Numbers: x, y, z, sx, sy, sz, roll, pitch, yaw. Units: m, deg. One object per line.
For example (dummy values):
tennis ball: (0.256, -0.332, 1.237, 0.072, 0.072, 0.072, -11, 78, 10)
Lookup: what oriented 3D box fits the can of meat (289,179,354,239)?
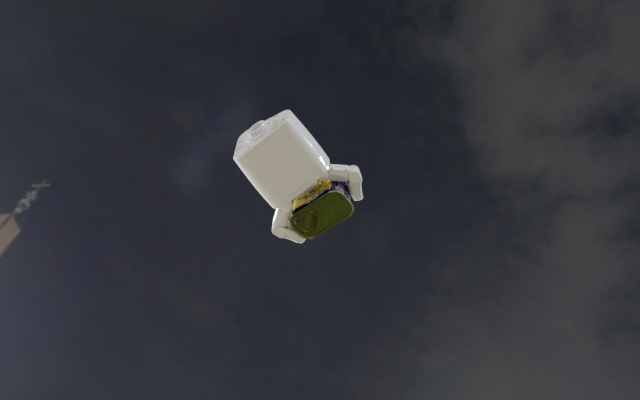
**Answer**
can of meat: (0.000, 0.002, 0.782, 0.102, 0.057, 0.084, -32, 28, 17)
